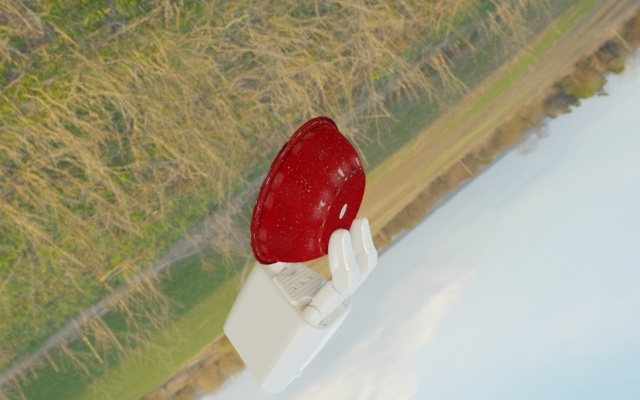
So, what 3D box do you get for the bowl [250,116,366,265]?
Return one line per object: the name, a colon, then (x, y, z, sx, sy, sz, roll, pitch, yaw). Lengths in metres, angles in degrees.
bowl: (0.001, 0.001, 0.473, 0.055, 0.162, 0.162, 24, 9, 21)
